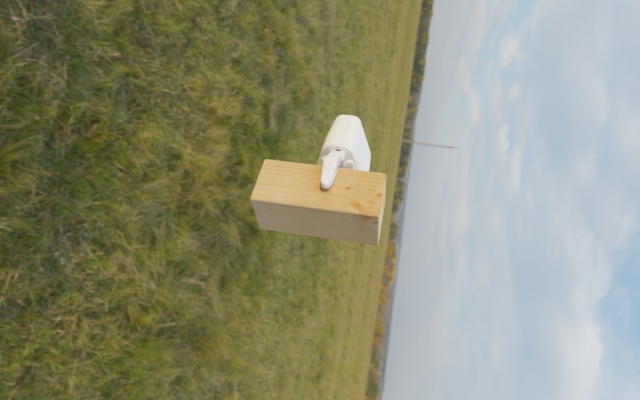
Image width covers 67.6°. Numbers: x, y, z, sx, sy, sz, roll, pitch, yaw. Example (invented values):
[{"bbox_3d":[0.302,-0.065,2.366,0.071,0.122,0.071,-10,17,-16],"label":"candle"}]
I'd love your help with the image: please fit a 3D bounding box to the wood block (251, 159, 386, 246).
[{"bbox_3d":[0.000,0.002,0.797,0.206,0.090,0.091,7,-36,11],"label":"wood block"}]
